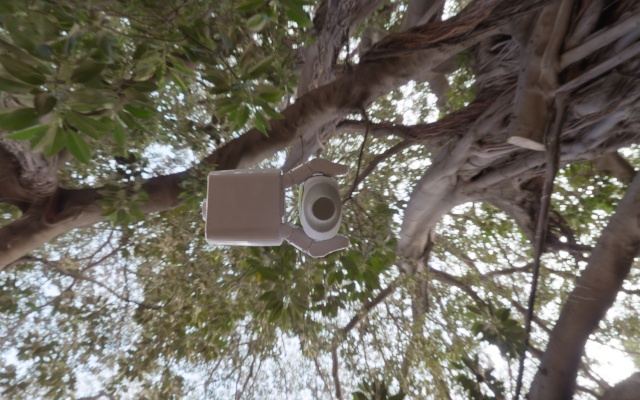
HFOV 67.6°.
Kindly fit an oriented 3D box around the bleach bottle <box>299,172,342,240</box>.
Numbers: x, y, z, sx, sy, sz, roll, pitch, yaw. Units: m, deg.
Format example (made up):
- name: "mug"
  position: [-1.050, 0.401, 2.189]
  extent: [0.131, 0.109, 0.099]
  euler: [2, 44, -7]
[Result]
- name: "bleach bottle"
  position: [0.000, 0.002, 0.699]
  extent: [0.068, 0.102, 0.251]
  euler: [1, 0, -2]
